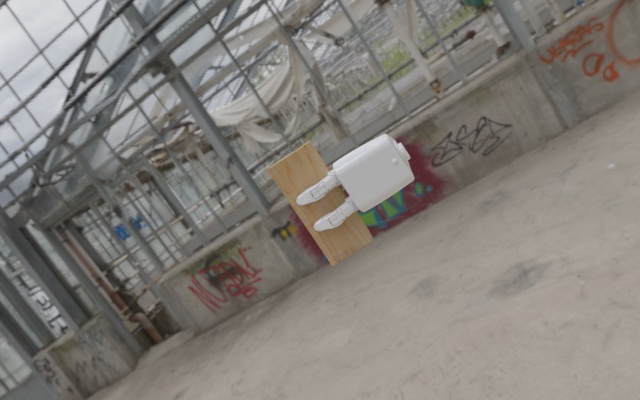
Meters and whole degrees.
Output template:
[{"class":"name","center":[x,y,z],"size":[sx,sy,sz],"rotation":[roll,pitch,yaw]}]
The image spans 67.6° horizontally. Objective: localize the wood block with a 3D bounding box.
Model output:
[{"class":"wood block","center":[0.000,0.002,0.870],"size":[0.090,0.206,0.091],"rotation":[-33,7,4]}]
